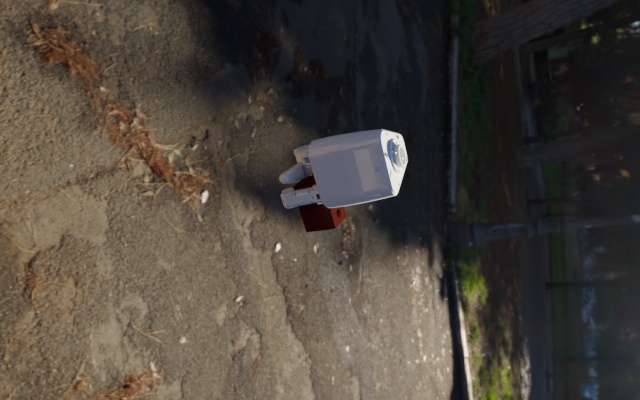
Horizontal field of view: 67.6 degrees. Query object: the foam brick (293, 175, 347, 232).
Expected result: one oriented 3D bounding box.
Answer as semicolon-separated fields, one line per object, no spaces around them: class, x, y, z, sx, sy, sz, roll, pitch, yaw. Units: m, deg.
foam brick;0.000;0.003;0.729;0.051;0.078;0.053;-9;16;26
